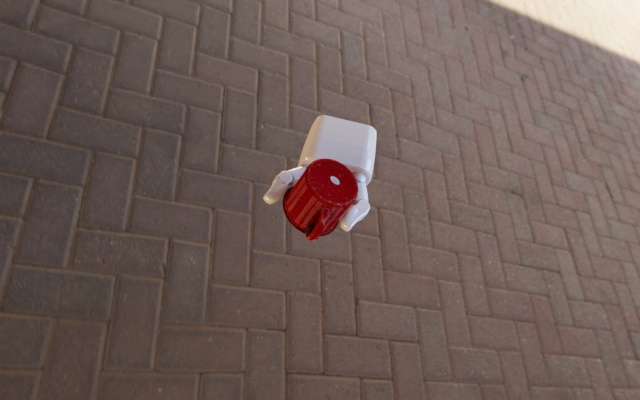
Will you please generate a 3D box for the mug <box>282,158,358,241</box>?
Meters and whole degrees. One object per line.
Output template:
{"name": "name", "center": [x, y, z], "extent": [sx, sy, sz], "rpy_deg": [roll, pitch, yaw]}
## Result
{"name": "mug", "center": [0.000, 0.003, 0.680], "extent": [0.093, 0.117, 0.081], "rpy_deg": [23, -39, -13]}
